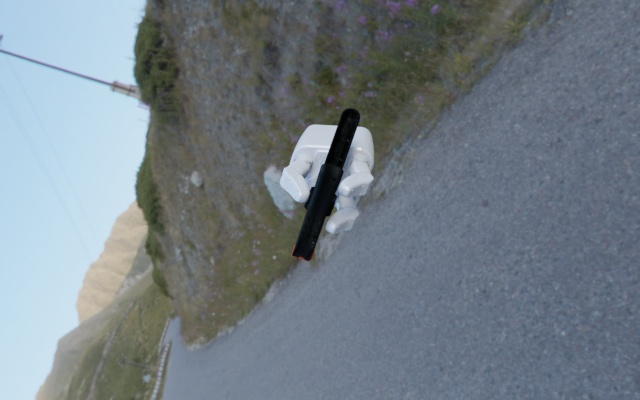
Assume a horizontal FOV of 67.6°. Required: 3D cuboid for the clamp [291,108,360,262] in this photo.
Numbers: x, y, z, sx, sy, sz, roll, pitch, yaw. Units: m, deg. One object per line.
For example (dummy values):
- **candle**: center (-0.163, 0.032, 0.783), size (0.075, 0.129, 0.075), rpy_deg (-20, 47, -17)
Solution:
- **clamp**: center (-0.001, 0.002, 0.600), size (0.036, 0.210, 0.164), rpy_deg (20, 28, 1)
